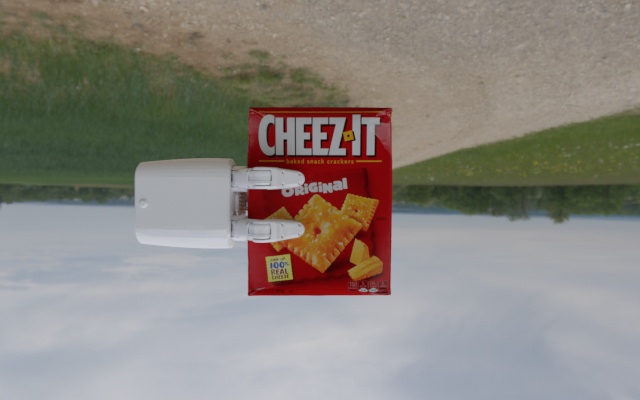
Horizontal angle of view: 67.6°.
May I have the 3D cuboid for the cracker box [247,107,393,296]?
[{"bbox_3d":[0.000,0.002,0.556,0.164,0.213,0.072,0,1,2],"label":"cracker box"}]
